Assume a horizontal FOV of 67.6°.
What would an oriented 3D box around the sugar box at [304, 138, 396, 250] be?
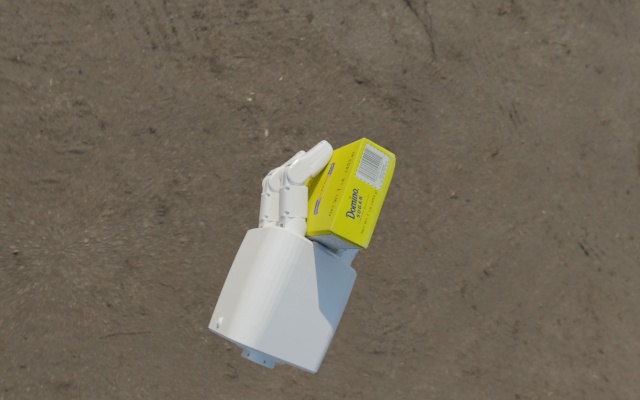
[{"bbox_3d":[0.000,0.001,0.488,0.048,0.093,0.176,28,-18,-23],"label":"sugar box"}]
